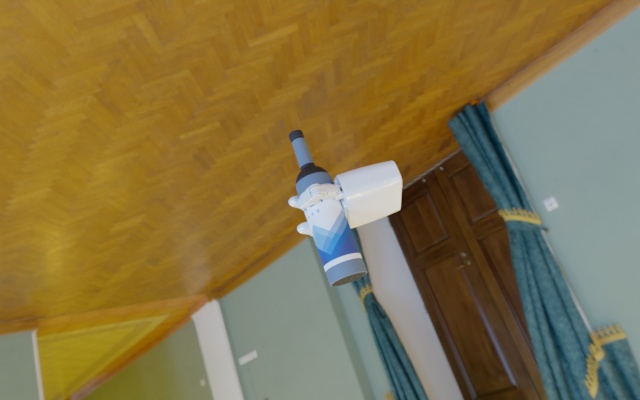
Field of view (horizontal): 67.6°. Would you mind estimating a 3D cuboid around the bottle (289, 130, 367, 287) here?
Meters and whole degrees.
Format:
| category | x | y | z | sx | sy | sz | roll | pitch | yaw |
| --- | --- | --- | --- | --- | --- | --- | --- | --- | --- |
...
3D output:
| category | x | y | z | sx | sy | sz | roll | pitch | yaw |
| --- | --- | --- | --- | --- | --- | --- | --- | --- | --- |
| bottle | 0.000 | 0.003 | 0.851 | 0.069 | 0.295 | 0.069 | -18 | -21 | -7 |
